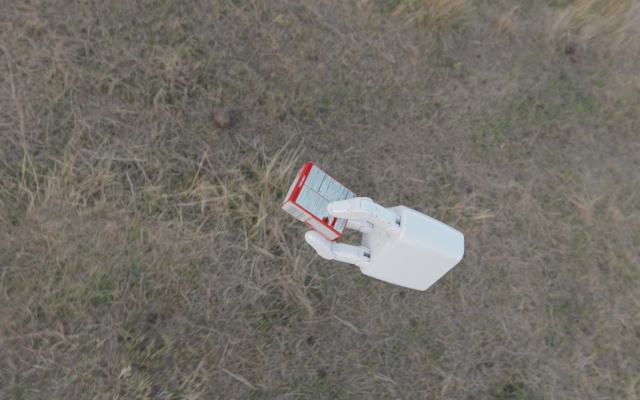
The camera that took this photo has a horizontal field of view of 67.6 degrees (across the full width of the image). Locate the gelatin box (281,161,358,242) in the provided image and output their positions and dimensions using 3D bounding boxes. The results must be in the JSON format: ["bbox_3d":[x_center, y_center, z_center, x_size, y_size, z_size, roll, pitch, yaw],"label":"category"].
[{"bbox_3d":[0.000,0.002,0.646,0.089,0.073,0.030,35,-36,-16],"label":"gelatin box"}]
